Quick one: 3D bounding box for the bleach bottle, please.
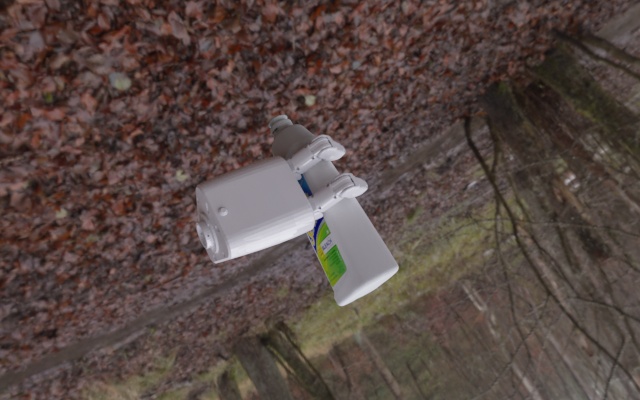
[{"bbox_3d":[0.000,0.002,0.611,0.068,0.250,0.103,-21,-19,-26],"label":"bleach bottle"}]
